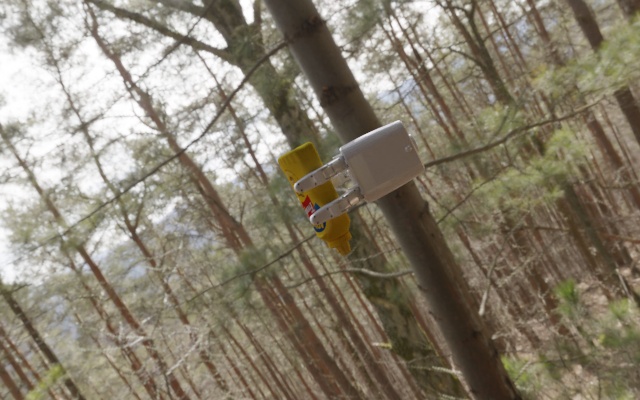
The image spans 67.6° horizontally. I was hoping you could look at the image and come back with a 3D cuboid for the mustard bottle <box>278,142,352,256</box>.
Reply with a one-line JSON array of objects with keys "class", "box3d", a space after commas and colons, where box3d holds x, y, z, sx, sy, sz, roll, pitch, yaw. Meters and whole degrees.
[{"class": "mustard bottle", "box3d": [0.000, 0.002, 0.778, 0.058, 0.191, 0.096, -30, 7, -21]}]
